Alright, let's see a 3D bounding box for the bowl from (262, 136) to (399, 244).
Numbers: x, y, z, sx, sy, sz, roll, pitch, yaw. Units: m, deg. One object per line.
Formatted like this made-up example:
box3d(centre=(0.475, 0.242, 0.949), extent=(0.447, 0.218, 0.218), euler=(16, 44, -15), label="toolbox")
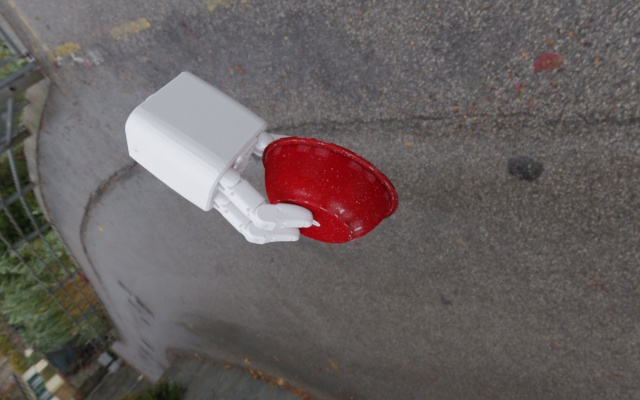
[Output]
box3d(centre=(0.001, 0.003, 0.522), extent=(0.162, 0.055, 0.162), euler=(19, -25, 9), label="bowl")
